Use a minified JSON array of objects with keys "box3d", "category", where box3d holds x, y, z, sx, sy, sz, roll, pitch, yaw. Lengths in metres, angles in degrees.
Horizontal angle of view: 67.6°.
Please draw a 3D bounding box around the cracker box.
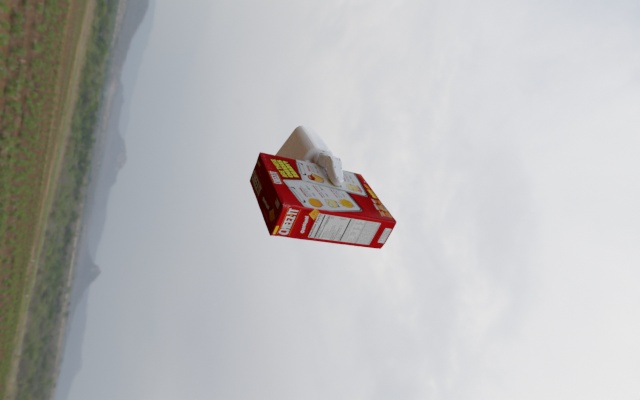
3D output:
[{"box3d":[0.000,0.003,0.826,0.214,0.072,0.164,9,30,-27],"category":"cracker box"}]
